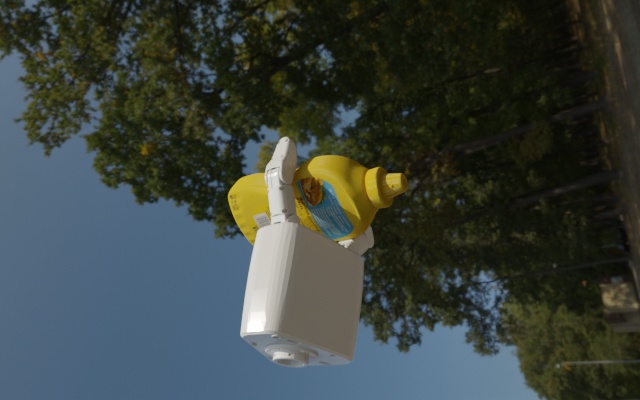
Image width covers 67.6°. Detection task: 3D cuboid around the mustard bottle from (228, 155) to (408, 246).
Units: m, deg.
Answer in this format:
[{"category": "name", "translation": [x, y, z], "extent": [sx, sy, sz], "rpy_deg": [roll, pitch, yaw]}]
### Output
[{"category": "mustard bottle", "translation": [0.000, 0.001, 0.509], "extent": [0.191, 0.096, 0.058], "rpy_deg": [-13, 28, 29]}]
